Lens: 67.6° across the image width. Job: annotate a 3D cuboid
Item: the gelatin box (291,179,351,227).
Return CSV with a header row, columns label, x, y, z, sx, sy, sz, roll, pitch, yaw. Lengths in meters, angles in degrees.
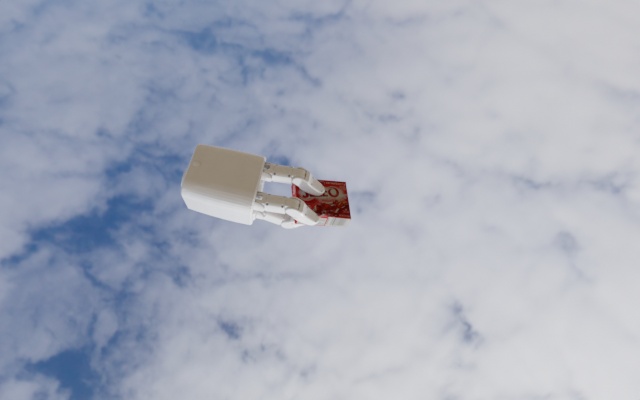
label,x,y,z,sx,sy,sz,roll,pitch,yaw
gelatin box,0.000,0.003,0.759,0.089,0.073,0.030,5,-36,-16
